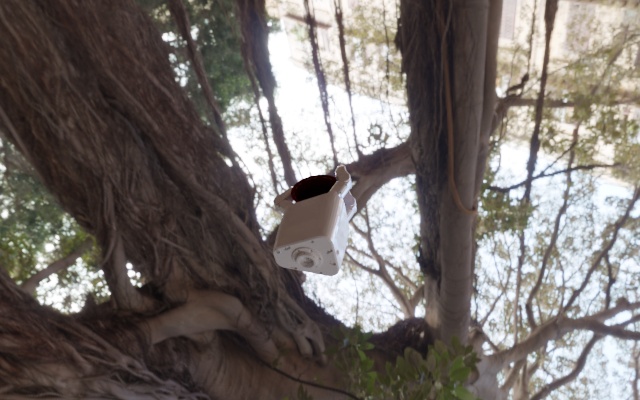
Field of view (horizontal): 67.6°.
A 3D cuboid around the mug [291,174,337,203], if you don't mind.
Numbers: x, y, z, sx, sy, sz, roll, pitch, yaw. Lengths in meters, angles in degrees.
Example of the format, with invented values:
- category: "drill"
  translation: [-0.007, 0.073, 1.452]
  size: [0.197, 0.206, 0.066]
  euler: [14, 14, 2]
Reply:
- category: "mug"
  translation: [0.000, 0.002, 0.900]
  size: [0.093, 0.082, 0.117]
  euler: [-1, 38, 14]
